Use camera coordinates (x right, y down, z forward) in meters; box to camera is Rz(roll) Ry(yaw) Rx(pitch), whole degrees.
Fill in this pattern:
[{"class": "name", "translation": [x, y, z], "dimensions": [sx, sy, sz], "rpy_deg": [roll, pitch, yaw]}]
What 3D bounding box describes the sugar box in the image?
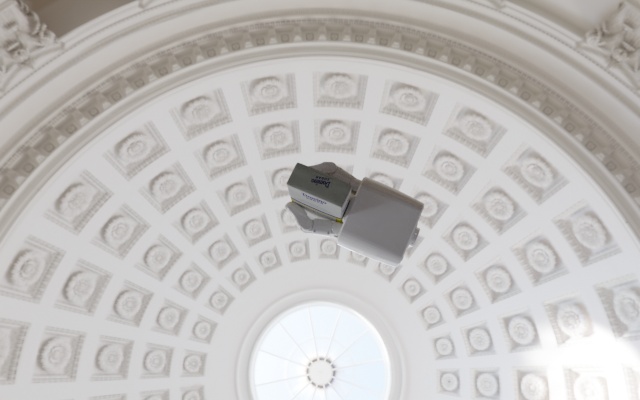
[{"class": "sugar box", "translation": [0.000, 0.002, 0.783], "dimensions": [0.093, 0.048, 0.176], "rpy_deg": [23, -18, 8]}]
